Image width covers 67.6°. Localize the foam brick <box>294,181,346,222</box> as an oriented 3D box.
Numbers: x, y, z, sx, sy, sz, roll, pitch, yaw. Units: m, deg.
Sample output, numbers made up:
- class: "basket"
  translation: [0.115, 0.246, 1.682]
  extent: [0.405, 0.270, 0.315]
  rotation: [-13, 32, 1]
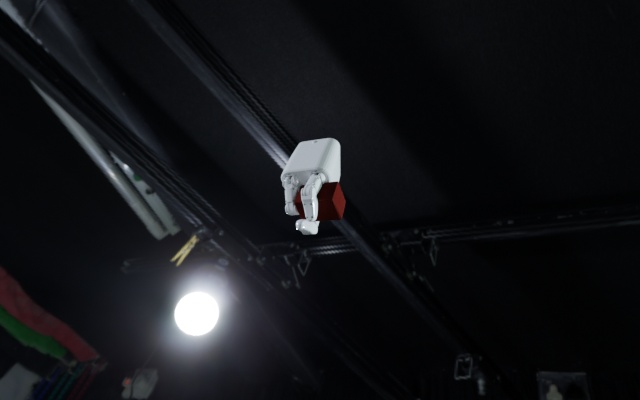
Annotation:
- class: "foam brick"
  translation: [0.000, 0.003, 0.873]
  extent: [0.078, 0.053, 0.051]
  rotation: [-5, 39, 23]
